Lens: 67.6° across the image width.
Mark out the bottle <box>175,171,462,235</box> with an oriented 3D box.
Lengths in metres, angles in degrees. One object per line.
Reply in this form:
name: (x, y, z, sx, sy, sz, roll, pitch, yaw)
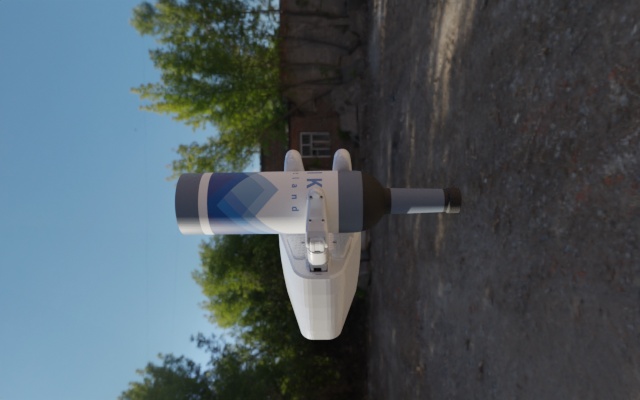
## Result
bottle: (0.000, 0.002, 0.512, 0.296, 0.069, 0.069, -1, 0, 1)
